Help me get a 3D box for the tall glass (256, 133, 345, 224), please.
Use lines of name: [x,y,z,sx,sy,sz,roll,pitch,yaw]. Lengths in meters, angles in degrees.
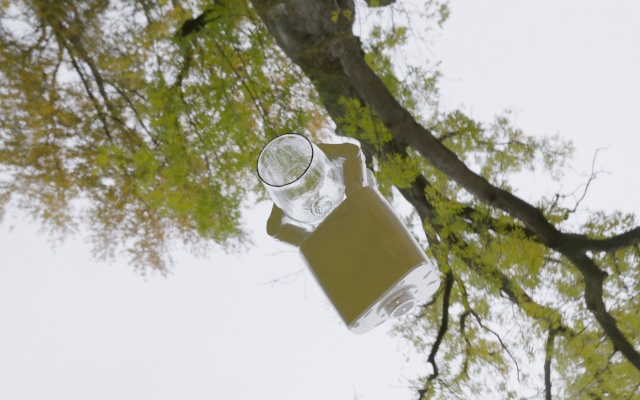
tall glass: [0.000,0.002,0.550,0.079,0.079,0.201,0,-26,24]
